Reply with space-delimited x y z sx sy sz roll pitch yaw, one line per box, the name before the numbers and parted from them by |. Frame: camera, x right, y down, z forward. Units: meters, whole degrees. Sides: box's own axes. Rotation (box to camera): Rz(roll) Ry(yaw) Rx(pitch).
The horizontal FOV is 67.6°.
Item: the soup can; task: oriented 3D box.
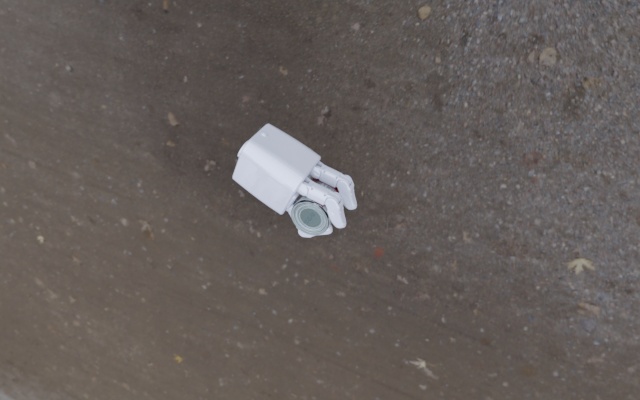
soup can | 0.000 0.003 0.799 0.068 0.068 0.102 0 32 25
